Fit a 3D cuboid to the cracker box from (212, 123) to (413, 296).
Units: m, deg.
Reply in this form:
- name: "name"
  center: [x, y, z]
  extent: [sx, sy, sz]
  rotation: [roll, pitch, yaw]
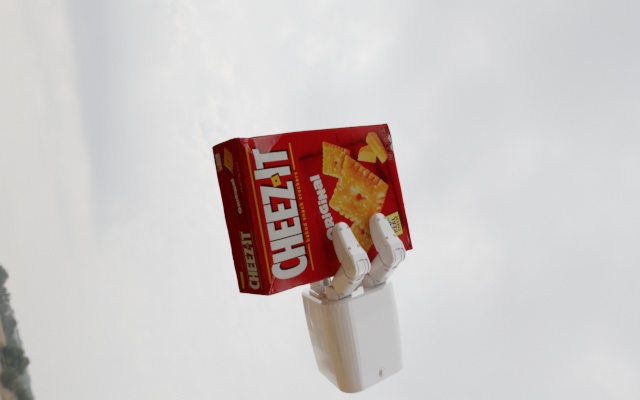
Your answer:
- name: "cracker box"
  center: [0.000, 0.002, 0.550]
  extent: [0.213, 0.164, 0.072]
  rotation: [-12, 2, -36]
